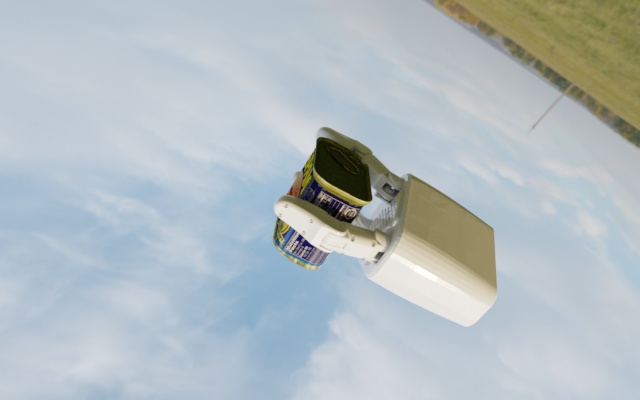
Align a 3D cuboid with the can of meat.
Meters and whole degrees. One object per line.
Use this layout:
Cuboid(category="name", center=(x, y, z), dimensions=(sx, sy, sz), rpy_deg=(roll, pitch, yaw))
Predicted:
Cuboid(category="can of meat", center=(0.000, 0.002, 0.440), dimensions=(0.057, 0.084, 0.102), rpy_deg=(28, 25, -12))
